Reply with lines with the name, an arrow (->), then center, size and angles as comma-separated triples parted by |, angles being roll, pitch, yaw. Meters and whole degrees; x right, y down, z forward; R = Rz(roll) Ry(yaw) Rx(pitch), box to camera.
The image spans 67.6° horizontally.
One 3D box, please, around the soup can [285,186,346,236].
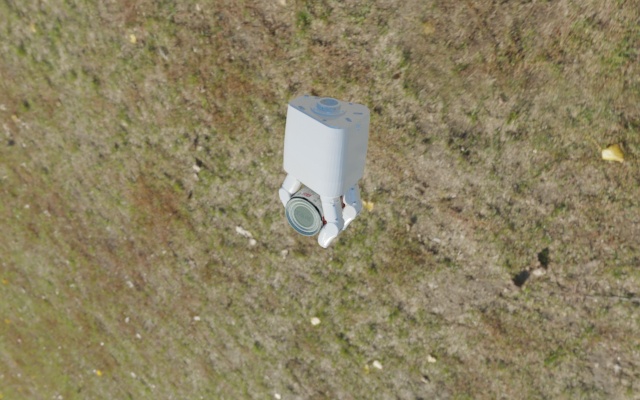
soup can -> 0.000, 0.003, 0.746 | 0.068, 0.068, 0.102 | 0, 27, 36
